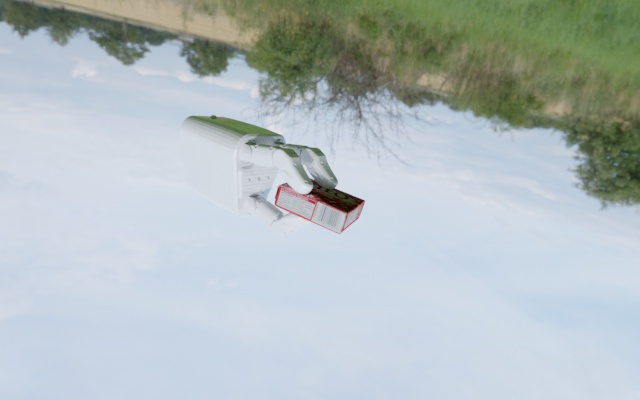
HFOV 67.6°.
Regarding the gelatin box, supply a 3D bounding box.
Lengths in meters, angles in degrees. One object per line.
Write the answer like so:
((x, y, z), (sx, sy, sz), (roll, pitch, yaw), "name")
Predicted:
((0.000, 0.002, 0.569), (0.089, 0.030, 0.073), (23, 19, 15), "gelatin box")
